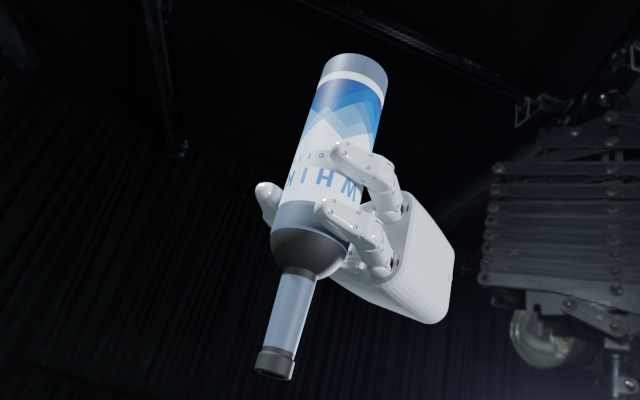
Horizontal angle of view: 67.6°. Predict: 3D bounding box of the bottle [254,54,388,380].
[{"bbox_3d":[0.000,0.001,0.414,0.069,0.295,0.069,12,-28,7],"label":"bottle"}]
